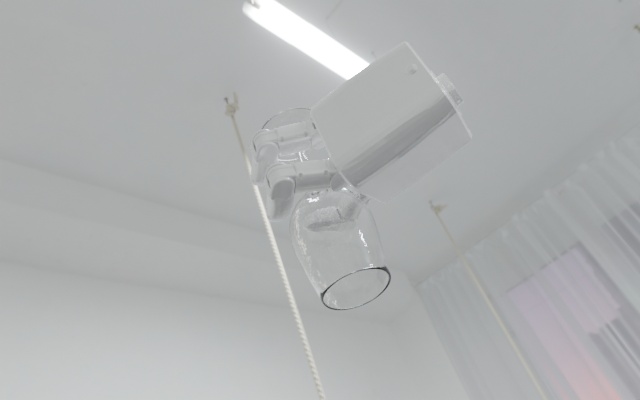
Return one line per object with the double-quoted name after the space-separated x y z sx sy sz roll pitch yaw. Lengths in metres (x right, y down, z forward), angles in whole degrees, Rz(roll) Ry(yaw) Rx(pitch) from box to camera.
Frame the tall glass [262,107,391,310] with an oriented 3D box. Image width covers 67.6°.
0.000 0.001 0.454 0.079 0.201 0.079 -13 -39 -11 "tall glass"
